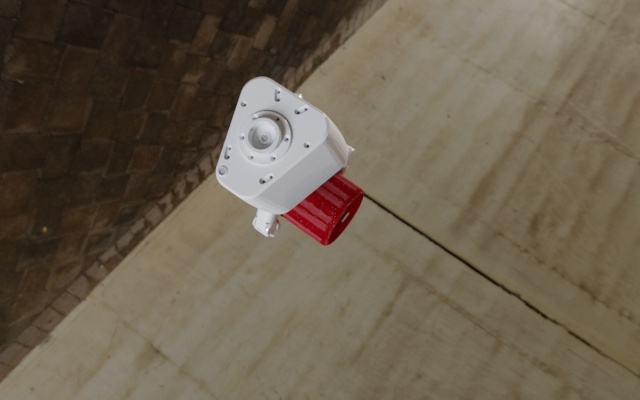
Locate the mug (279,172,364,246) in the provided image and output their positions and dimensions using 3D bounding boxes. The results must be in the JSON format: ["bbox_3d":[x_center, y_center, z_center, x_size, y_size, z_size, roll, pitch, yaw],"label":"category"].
[{"bbox_3d":[0.000,0.002,0.586,0.081,0.093,0.117,35,1,14],"label":"mug"}]
